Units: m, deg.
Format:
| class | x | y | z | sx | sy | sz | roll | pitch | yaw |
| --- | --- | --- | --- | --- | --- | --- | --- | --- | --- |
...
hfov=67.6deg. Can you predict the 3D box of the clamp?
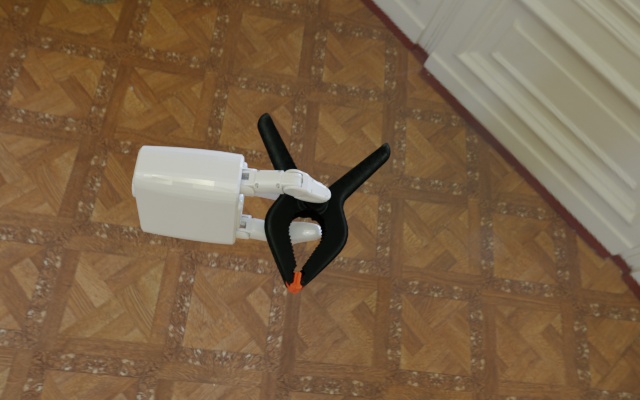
| class | x | y | z | sx | sy | sz | roll | pitch | yaw |
| --- | --- | --- | --- | --- | --- | --- | --- | --- | --- |
| clamp | 0.000 | 0.002 | 0.548 | 0.164 | 0.210 | 0.036 | 6 | -22 | -7 |
